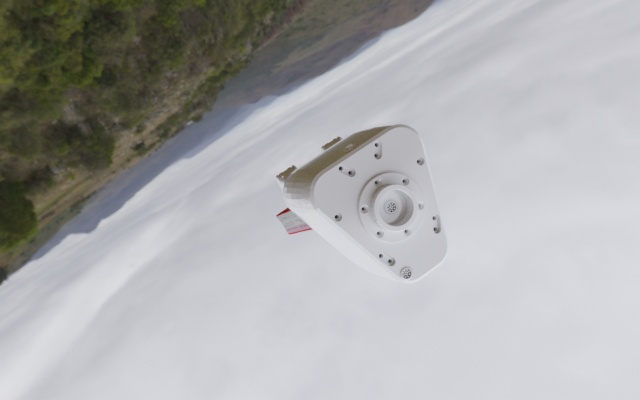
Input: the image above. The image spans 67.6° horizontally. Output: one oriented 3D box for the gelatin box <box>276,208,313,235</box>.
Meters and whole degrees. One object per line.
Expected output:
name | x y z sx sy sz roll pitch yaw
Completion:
gelatin box | 0.000 0.002 0.503 0.073 0.030 0.089 -36 5 -22
